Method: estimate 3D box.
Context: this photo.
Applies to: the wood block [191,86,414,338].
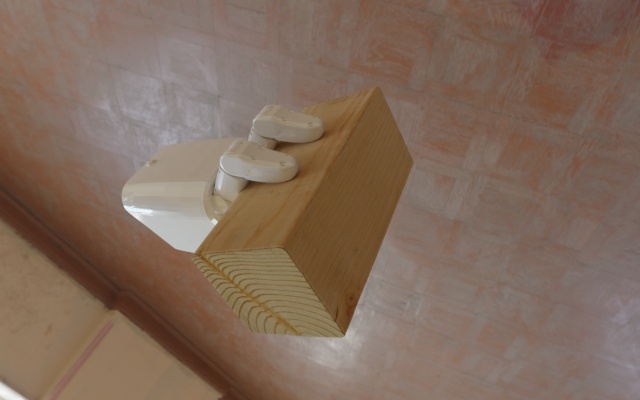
[{"bbox_3d":[0.000,0.002,0.402,0.090,0.091,0.206,-8,36,34],"label":"wood block"}]
